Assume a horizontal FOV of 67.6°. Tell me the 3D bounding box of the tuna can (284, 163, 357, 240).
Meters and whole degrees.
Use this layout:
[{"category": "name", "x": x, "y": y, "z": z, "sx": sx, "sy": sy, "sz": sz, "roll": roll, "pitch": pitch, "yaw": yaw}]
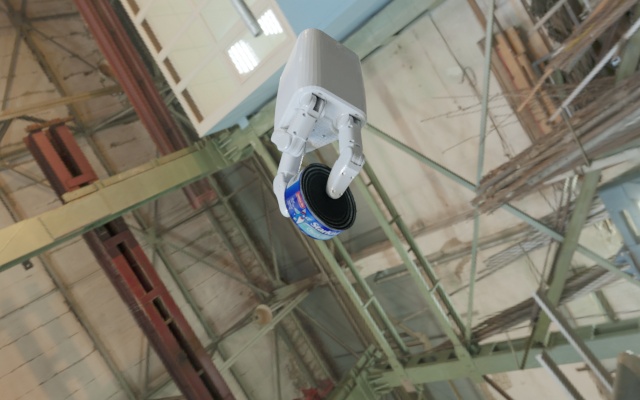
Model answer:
[{"category": "tuna can", "x": 0.000, "y": 0.002, "z": 0.552, "sx": 0.086, "sy": 0.086, "sz": 0.034, "roll": 0, "pitch": -26, "yaw": -48}]
